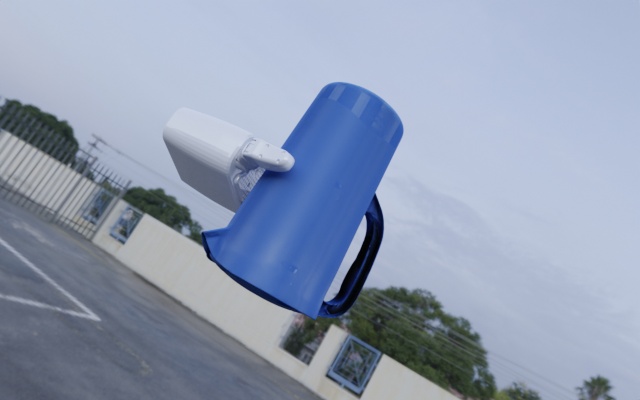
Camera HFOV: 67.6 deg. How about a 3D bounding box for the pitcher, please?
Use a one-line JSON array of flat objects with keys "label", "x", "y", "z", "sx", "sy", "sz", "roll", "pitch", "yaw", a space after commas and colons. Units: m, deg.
[{"label": "pitcher", "x": 0.000, "y": 0.002, "z": 0.528, "sx": 0.145, "sy": 0.242, "sz": 0.149, "roll": 25, "pitch": -13, "yaw": 23}]
